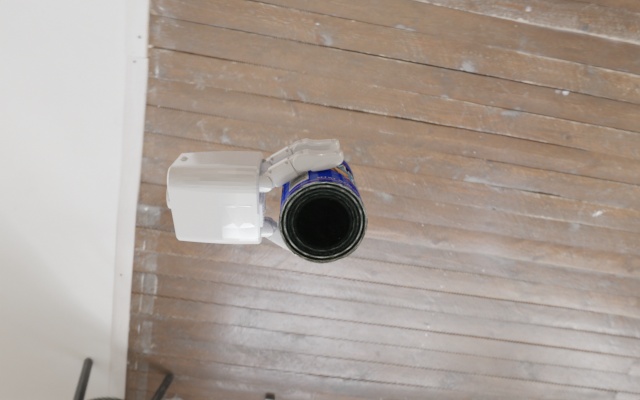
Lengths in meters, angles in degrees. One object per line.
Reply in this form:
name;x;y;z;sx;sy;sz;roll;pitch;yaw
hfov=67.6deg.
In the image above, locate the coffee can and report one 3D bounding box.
coffee can;0.000;0.002;0.608;0.103;0.103;0.140;0;21;-3
